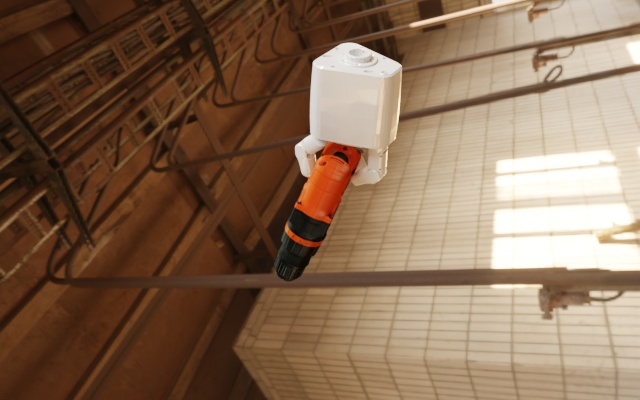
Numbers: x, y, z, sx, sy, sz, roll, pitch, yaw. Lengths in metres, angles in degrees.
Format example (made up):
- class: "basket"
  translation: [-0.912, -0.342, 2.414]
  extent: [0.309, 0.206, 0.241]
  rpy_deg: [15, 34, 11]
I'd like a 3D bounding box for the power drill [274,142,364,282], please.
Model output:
- class: "power drill"
  translation: [0.000, 0.002, 0.662]
  extent: [0.057, 0.184, 0.187]
  rpy_deg: [26, 26, -1]
